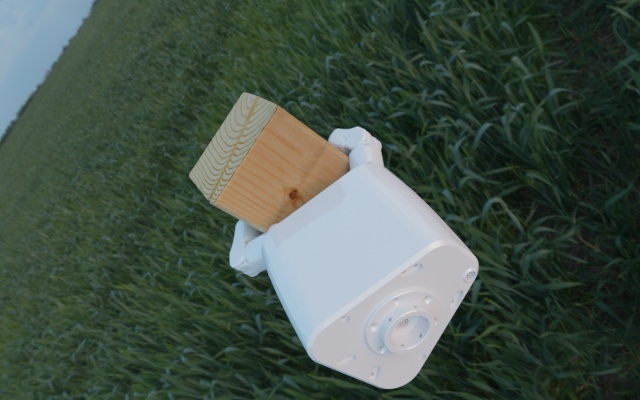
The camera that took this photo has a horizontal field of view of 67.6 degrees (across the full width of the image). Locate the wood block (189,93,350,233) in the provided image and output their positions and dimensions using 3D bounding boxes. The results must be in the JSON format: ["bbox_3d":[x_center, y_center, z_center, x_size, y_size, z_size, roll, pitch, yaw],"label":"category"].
[{"bbox_3d":[0.000,0.001,0.438,0.206,0.091,0.090,33,1,-32],"label":"wood block"}]
